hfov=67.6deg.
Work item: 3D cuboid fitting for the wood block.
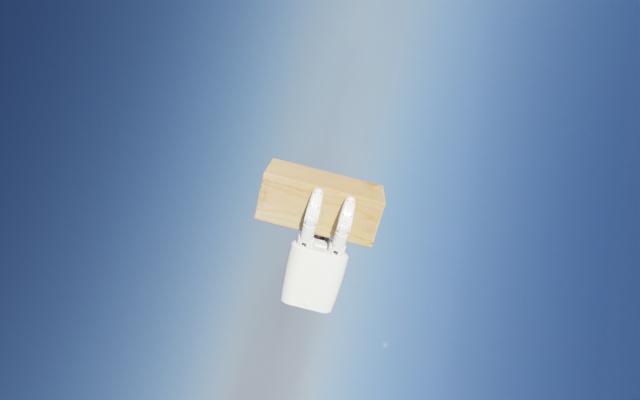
[{"bbox_3d":[0.000,0.003,0.835,0.206,0.090,0.090,14,21,-1],"label":"wood block"}]
